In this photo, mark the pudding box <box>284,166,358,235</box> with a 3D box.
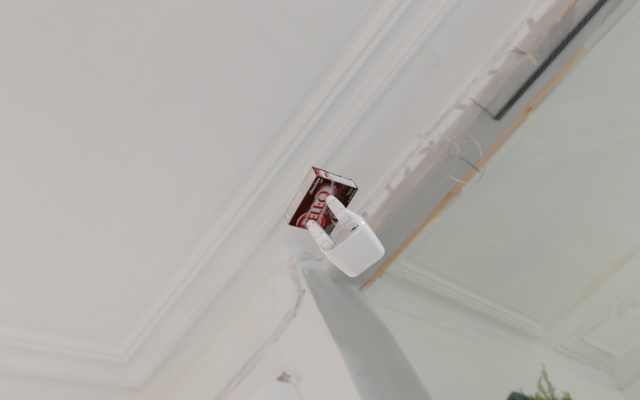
[{"bbox_3d":[0.000,0.003,0.856,0.090,0.113,0.039,16,25,-31],"label":"pudding box"}]
